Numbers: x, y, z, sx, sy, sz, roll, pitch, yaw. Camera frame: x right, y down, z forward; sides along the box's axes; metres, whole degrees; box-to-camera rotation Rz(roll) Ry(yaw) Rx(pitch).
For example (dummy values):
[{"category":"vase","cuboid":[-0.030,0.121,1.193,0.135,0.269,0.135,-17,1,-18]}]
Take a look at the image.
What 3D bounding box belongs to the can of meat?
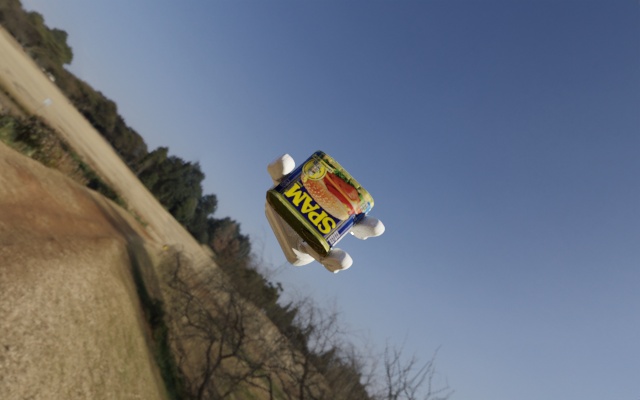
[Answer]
[{"category":"can of meat","cuboid":[0.000,0.002,0.571,0.084,0.102,0.057,-43,-7,-17]}]
